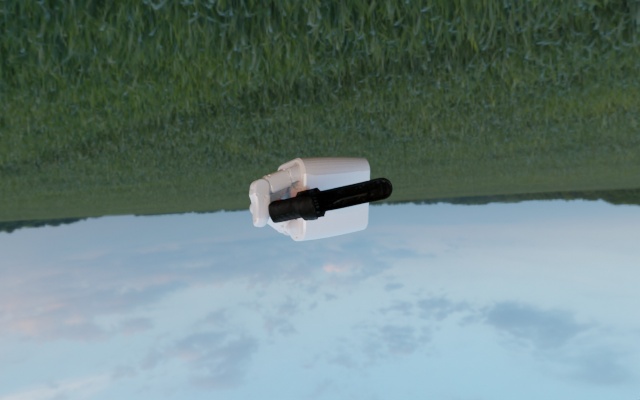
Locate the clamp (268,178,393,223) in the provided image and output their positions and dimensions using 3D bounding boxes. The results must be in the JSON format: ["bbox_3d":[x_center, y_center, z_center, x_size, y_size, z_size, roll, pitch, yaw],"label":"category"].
[{"bbox_3d":[0.000,0.002,0.563,0.120,0.039,0.171,-8,2,-27],"label":"clamp"}]
